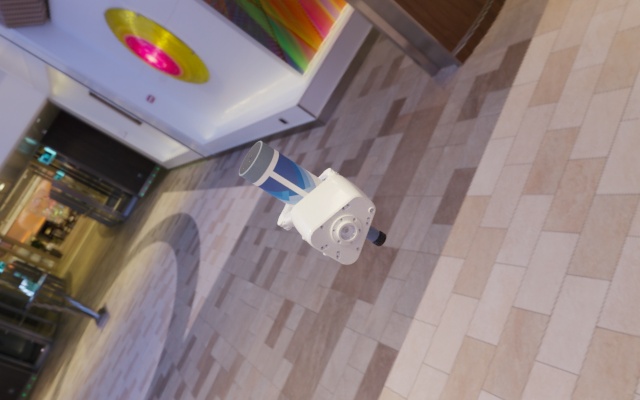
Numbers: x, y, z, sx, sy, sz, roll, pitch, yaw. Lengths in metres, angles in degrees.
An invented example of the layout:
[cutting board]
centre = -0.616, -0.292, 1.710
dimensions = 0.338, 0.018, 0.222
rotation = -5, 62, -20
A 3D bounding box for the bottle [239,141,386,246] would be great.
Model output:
[bottle]
centre = 0.000, 0.003, 0.833
dimensions = 0.296, 0.069, 0.069
rotation = 32, -14, -24
